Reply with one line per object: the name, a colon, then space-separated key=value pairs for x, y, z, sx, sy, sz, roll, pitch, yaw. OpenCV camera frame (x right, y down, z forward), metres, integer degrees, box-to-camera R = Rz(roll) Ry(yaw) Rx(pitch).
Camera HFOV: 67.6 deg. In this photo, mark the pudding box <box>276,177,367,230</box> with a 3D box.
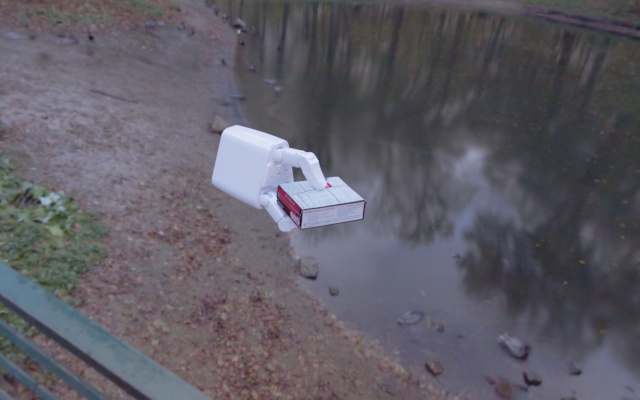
pudding box: x=0.000 y=0.002 z=0.734 sx=0.113 sy=0.039 sz=0.090 roll=-10 pitch=32 yaw=-26
